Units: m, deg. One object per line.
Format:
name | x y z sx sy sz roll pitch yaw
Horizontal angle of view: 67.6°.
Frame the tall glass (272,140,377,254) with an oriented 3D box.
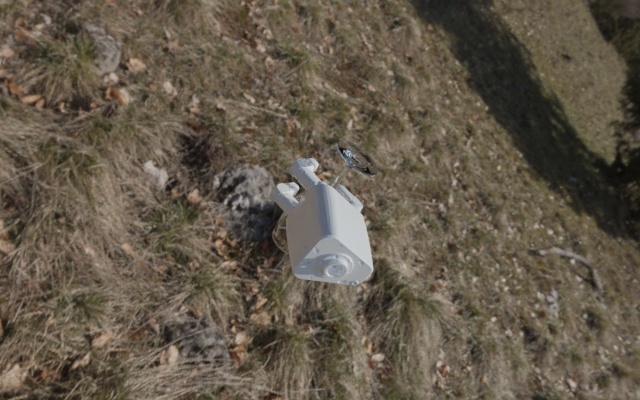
tall glass | 0.001 0.002 0.758 0.079 0.079 0.201 0 -42 -48
